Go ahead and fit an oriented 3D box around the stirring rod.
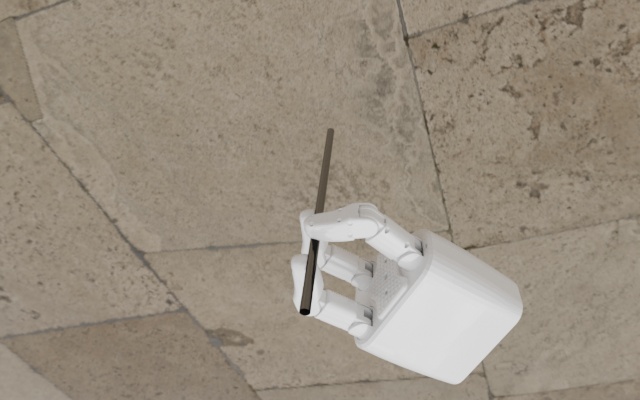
[{"bbox_3d":[0.000,0.001,0.424,0.011,0.011,0.239,0,39,7],"label":"stirring rod"}]
